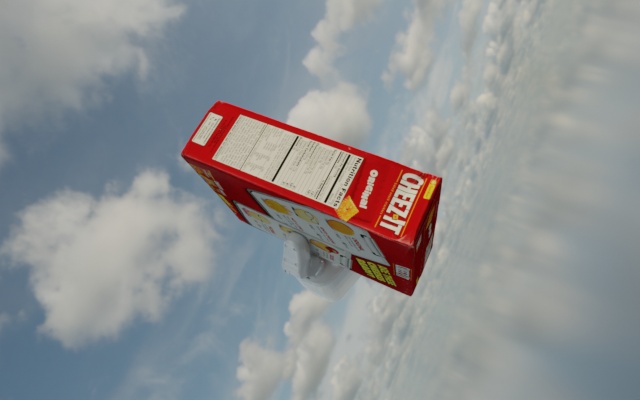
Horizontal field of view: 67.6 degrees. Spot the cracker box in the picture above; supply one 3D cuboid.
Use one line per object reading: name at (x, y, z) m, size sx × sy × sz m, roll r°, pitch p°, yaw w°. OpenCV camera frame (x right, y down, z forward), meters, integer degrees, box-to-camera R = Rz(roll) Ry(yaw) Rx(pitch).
cracker box at (0.000, 0.002, 0.454) m, size 0.213 × 0.072 × 0.164 m, roll 21°, pitch -18°, yaw 18°
